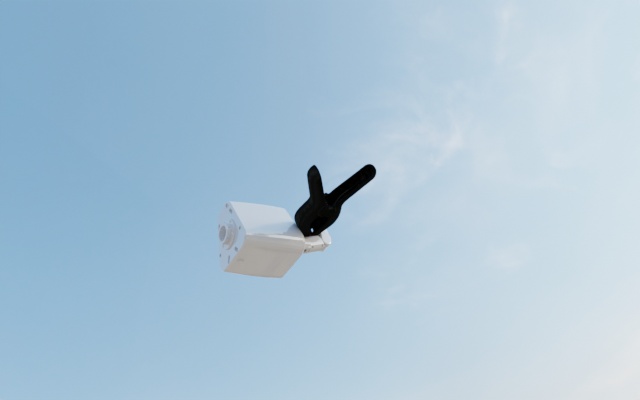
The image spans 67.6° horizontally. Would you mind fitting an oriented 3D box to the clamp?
[{"bbox_3d":[0.000,0.002,0.743,0.120,0.039,0.171,9,-49,-37],"label":"clamp"}]
